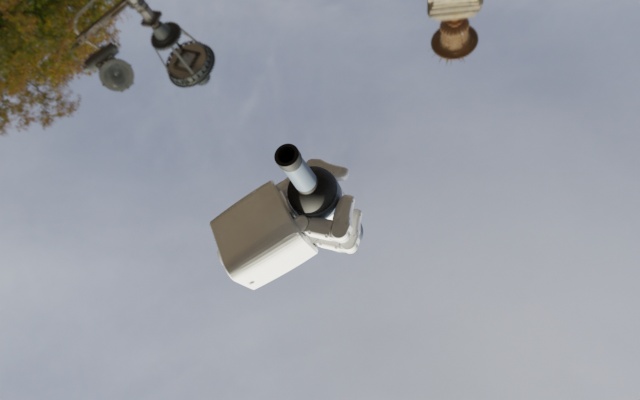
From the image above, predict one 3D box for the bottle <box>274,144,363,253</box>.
[{"bbox_3d":[0.000,0.002,0.637,0.069,0.069,0.296,0,-20,15],"label":"bottle"}]
